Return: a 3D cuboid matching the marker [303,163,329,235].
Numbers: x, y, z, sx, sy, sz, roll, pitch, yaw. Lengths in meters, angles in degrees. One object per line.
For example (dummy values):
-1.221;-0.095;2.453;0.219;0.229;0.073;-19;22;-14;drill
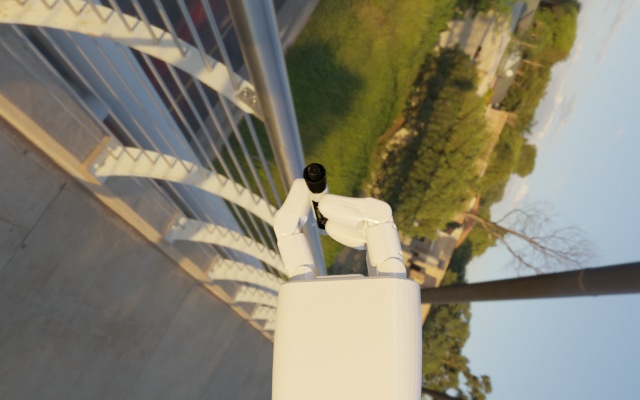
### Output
0.000;0.001;0.425;0.020;0.020;0.121;0;-25;6;marker
